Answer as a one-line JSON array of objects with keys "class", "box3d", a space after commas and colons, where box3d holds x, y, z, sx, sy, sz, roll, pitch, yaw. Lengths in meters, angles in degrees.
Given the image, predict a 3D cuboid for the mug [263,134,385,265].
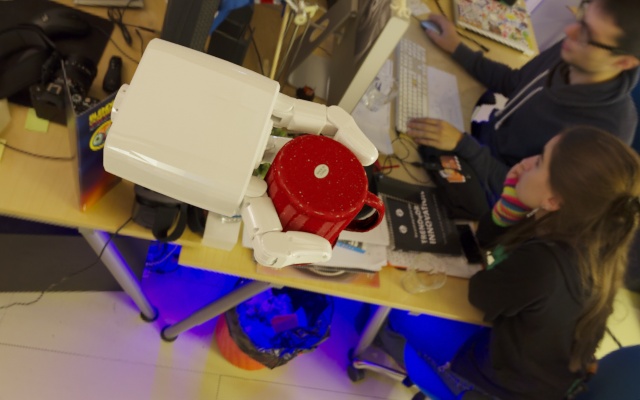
[{"class": "mug", "box3d": [0.001, 0.002, 0.413, 0.117, 0.093, 0.081, 18, -34, -13]}]
